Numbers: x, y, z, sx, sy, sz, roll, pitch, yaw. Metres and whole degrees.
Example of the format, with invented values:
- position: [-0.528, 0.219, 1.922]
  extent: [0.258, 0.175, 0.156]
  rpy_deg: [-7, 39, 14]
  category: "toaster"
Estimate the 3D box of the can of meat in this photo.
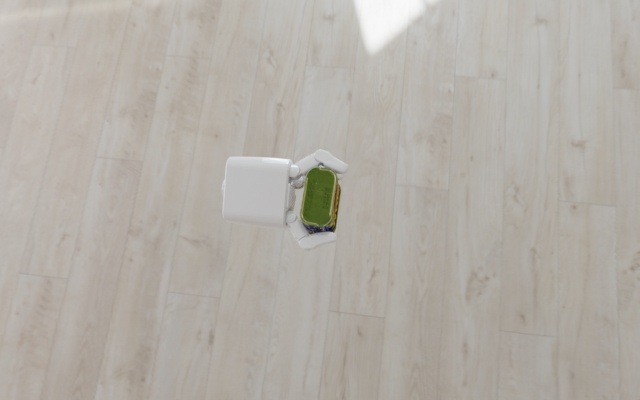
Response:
- position: [0.000, 0.003, 0.787]
  extent: [0.057, 0.102, 0.084]
  rpy_deg: [7, -13, 6]
  category: "can of meat"
